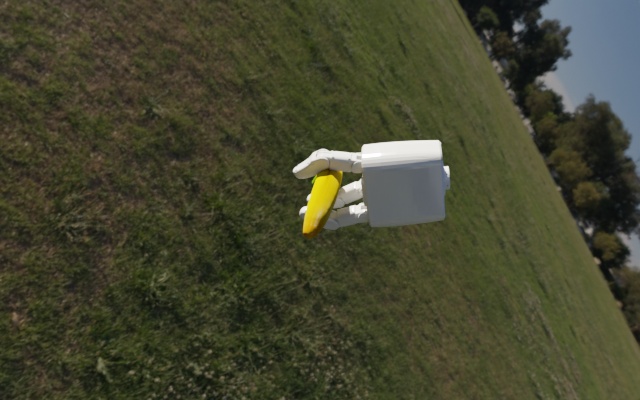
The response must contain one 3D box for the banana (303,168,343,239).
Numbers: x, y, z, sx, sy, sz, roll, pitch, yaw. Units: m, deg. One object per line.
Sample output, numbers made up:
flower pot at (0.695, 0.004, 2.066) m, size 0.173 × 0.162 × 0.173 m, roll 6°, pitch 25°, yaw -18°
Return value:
banana at (0.006, -0.015, 0.674) m, size 0.037 × 0.070 × 0.197 m, roll 19°, pitch 23°, yaw -3°
